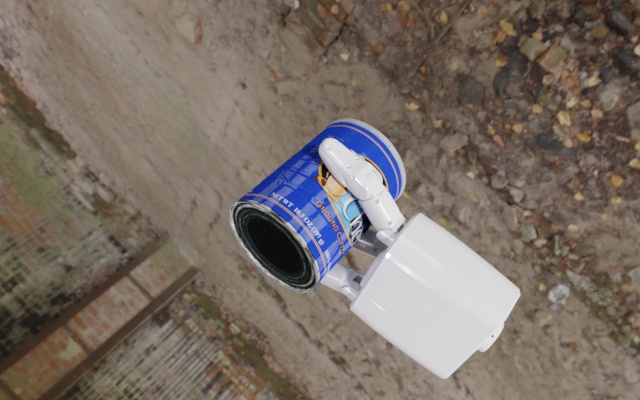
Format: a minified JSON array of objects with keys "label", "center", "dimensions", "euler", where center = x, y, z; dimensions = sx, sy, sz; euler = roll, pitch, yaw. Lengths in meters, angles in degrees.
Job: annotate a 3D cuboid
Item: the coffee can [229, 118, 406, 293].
[{"label":"coffee can","center":[0.000,0.001,0.450],"dimensions":[0.103,0.103,0.140],"euler":[0,35,49]}]
